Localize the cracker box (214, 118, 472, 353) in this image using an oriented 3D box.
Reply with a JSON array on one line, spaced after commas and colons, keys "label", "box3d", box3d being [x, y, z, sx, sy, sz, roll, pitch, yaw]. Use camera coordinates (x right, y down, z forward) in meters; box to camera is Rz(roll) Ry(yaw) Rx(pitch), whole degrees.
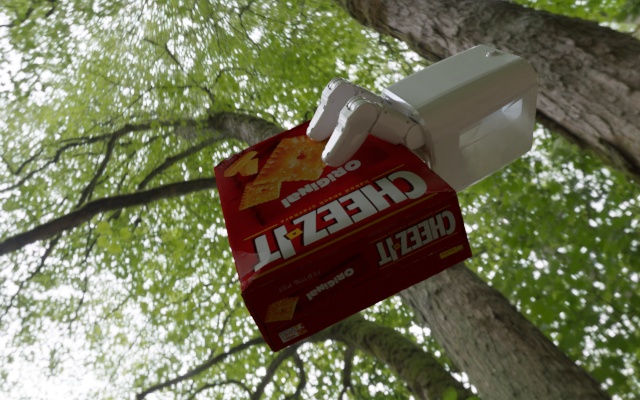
[{"label": "cracker box", "box3d": [0.000, 0.001, 0.418, 0.164, 0.072, 0.213, -26, 32, -3]}]
